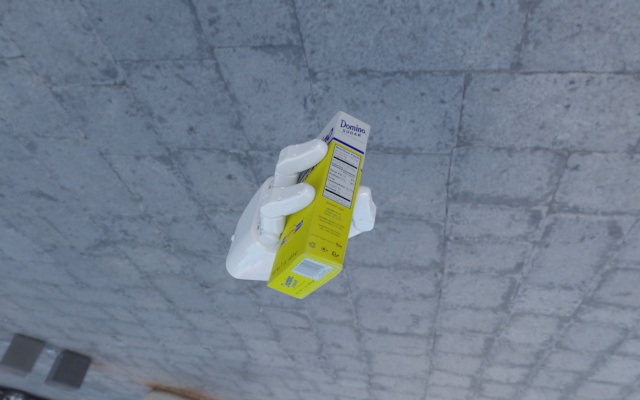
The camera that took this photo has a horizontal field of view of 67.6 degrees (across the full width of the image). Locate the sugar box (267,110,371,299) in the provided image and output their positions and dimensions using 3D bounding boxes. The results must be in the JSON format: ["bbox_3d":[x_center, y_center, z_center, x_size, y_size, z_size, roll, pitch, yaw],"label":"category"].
[{"bbox_3d":[0.000,0.002,0.488,0.048,0.176,0.093,23,-36,-17],"label":"sugar box"}]
